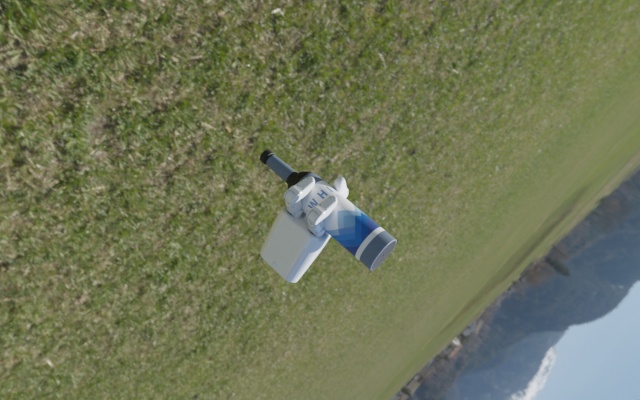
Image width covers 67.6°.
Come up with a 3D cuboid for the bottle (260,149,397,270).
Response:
[{"bbox_3d":[0.000,0.003,0.844,0.295,0.069,0.069,40,17,22],"label":"bottle"}]
